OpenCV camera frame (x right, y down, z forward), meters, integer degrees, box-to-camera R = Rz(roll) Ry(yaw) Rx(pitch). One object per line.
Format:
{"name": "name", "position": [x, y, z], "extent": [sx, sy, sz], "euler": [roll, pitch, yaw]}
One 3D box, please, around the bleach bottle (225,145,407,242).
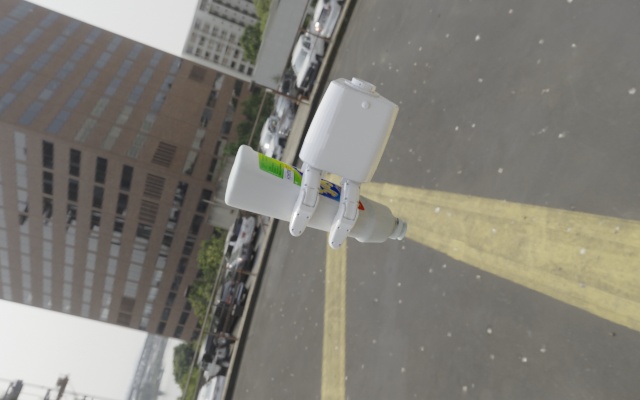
{"name": "bleach bottle", "position": [0.000, 0.002, 0.657], "extent": [0.251, 0.068, 0.102], "euler": [18, 21, -14]}
